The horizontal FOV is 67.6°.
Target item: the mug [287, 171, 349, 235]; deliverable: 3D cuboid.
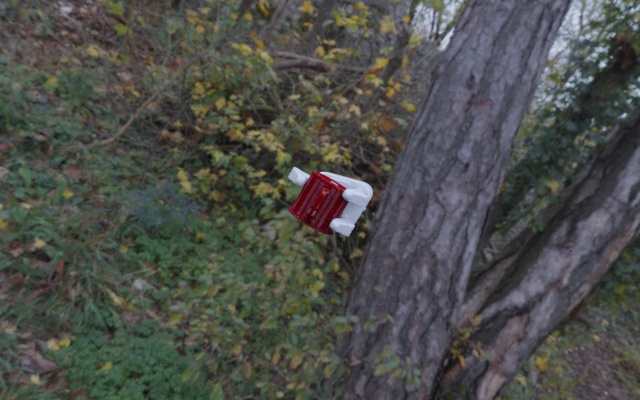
[{"bbox_3d":[0.000,0.003,0.819,0.093,0.081,0.117,32,8,7],"label":"mug"}]
